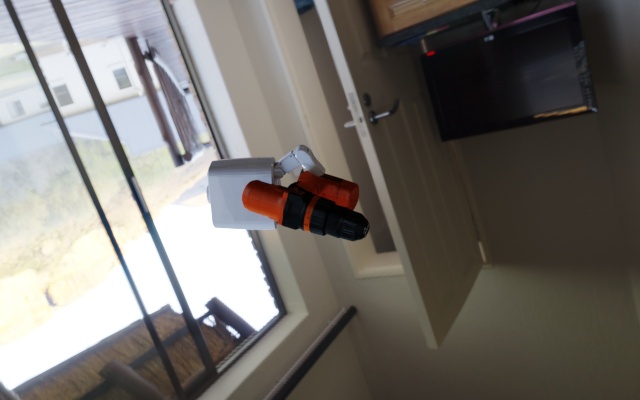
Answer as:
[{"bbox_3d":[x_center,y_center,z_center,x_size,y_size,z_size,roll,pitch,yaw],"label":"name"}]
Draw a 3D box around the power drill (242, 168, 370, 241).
[{"bbox_3d":[0.000,0.002,0.717,0.184,0.057,0.187,18,14,15],"label":"power drill"}]
